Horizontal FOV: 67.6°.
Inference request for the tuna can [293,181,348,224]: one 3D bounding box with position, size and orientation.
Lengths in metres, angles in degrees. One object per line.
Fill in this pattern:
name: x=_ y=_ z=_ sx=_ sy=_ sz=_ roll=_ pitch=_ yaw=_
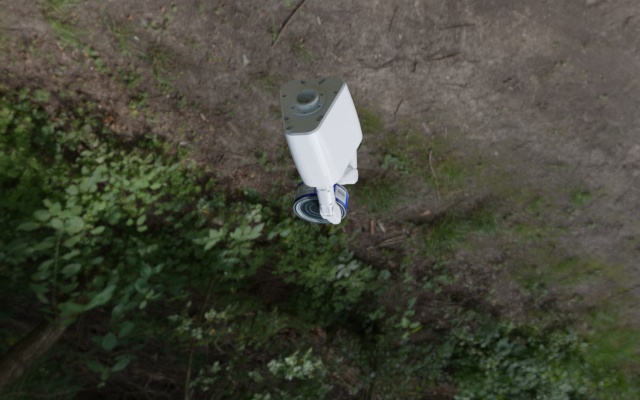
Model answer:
tuna can: x=0.000 y=0.003 z=0.753 sx=0.086 sy=0.033 sz=0.086 roll=5 pitch=-32 yaw=3
